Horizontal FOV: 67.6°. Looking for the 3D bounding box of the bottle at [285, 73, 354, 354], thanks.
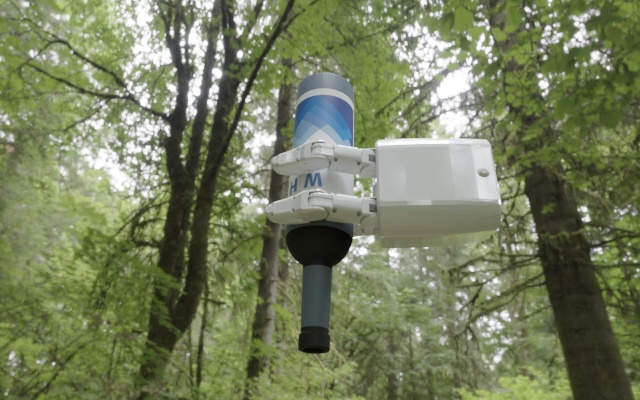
[{"bbox_3d":[0.000,0.001,0.482,0.069,0.295,0.069,2,-30,1],"label":"bottle"}]
